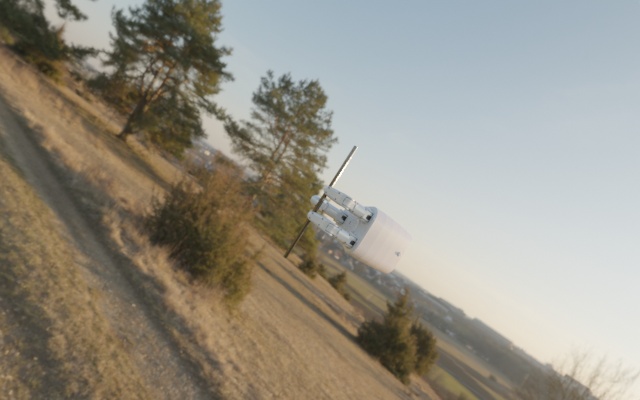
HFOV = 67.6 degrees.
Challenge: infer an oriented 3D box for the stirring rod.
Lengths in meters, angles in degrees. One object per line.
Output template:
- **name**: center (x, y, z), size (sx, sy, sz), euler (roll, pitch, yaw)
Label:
- **stirring rod**: center (0.000, 0.003, 0.870), size (0.011, 0.239, 0.011), euler (33, -1, 0)
